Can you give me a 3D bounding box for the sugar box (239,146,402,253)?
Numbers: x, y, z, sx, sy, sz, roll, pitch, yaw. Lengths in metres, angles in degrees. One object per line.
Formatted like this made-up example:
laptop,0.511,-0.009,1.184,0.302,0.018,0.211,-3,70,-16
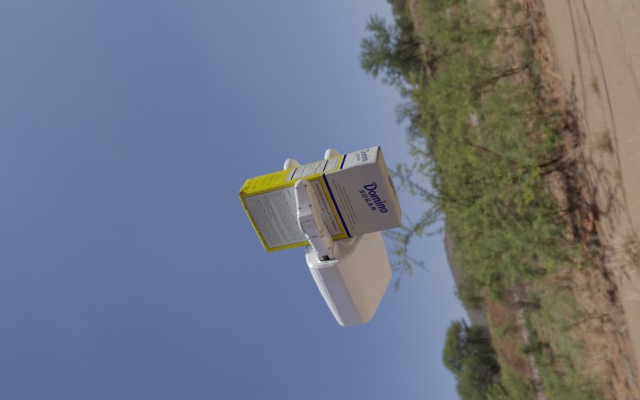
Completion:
sugar box,0.000,0.002,0.572,0.176,0.093,0.048,-13,29,18
